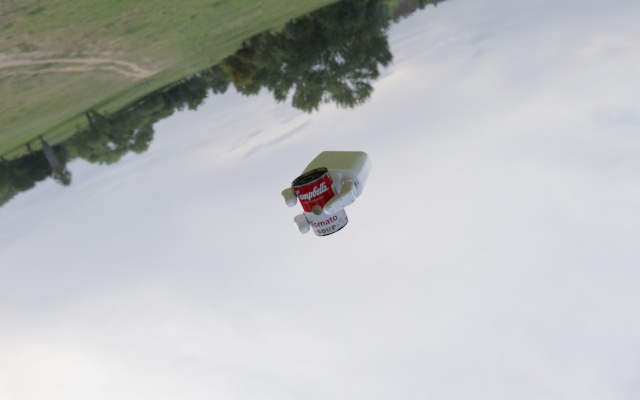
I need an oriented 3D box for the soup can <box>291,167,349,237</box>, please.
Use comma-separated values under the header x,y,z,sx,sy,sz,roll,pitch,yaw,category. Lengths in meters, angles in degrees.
x,y,z,sx,sy,sz,roll,pitch,yaw,category
0.000,0.003,0.829,0.068,0.102,0.068,-21,19,8,soup can
